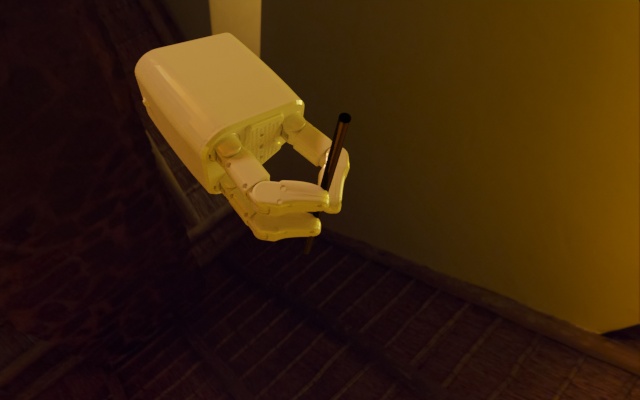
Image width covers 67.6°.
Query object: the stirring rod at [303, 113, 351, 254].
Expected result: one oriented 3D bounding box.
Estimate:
[{"bbox_3d":[0.000,0.001,0.401,0.011,0.011,0.240,0,-26,-8],"label":"stirring rod"}]
